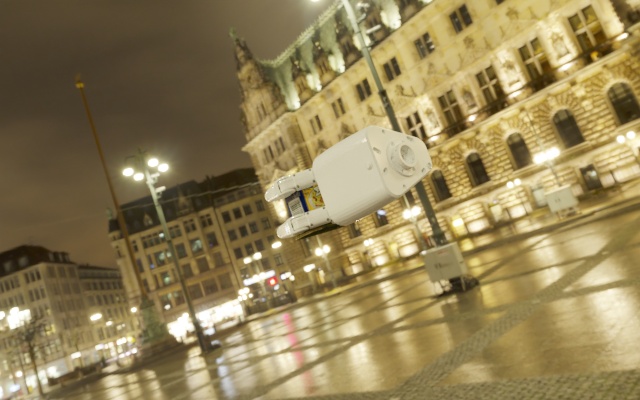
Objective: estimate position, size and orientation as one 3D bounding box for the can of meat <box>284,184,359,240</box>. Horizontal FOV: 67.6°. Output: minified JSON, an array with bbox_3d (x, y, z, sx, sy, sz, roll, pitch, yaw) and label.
[{"bbox_3d":[0.000,0.002,0.685,0.102,0.084,0.057,-14,-10,-37],"label":"can of meat"}]
